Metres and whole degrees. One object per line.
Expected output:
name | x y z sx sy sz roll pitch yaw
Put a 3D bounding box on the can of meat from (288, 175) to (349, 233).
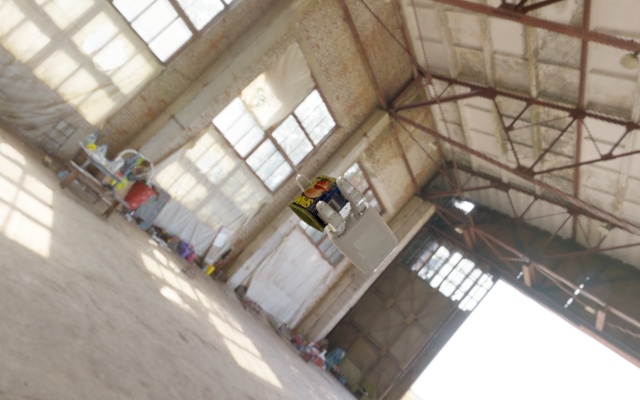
can of meat | 0.000 0.003 0.863 0.057 0.084 0.102 48 -11 -22
